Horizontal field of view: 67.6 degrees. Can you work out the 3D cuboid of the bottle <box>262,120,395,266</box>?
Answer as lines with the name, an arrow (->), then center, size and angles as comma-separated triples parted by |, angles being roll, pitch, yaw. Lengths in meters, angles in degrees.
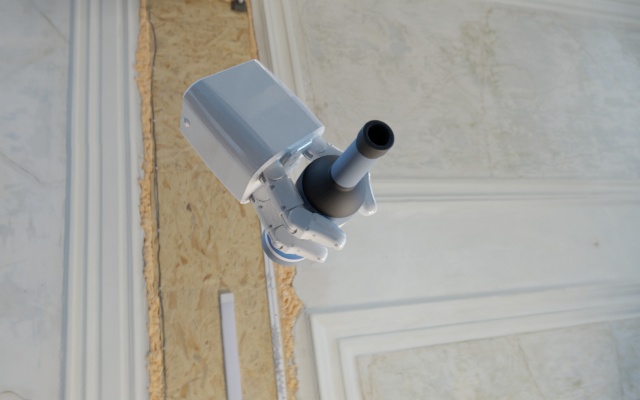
bottle -> 0.000, 0.002, 0.496 | 0.069, 0.069, 0.296 | 0, -21, -19
